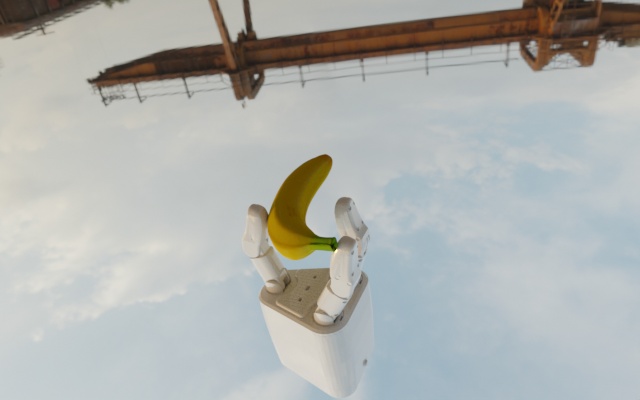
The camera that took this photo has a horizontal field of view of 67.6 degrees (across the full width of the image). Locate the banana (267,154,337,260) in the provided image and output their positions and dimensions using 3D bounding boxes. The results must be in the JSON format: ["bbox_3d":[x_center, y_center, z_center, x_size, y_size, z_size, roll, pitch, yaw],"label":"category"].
[{"bbox_3d":[-0.018,0.006,0.486,0.069,0.037,0.197,-9,29,4],"label":"banana"}]
